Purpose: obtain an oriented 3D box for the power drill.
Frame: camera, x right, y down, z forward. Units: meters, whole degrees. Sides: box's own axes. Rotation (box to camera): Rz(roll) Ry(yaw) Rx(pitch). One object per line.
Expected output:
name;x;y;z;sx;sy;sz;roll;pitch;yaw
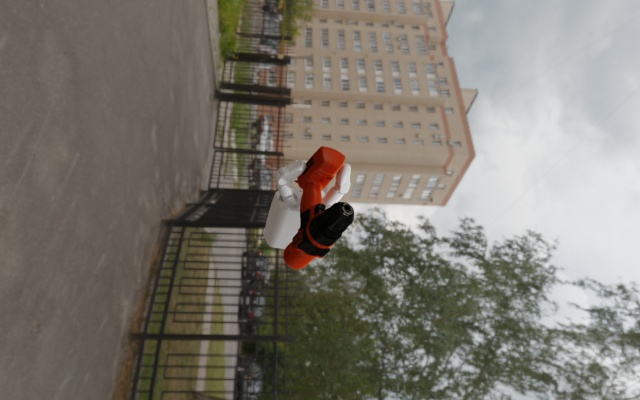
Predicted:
power drill;0.000;0.002;0.793;0.057;0.187;0.184;24;-40;-21
